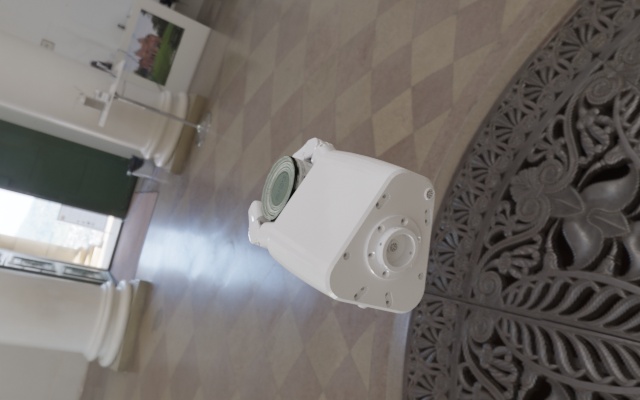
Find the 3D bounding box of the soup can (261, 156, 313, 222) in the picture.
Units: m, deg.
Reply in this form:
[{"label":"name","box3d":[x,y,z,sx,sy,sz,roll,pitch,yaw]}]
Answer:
[{"label":"soup can","box3d":[0.000,0.001,0.484,0.102,0.068,0.068,18,-9,-29]}]
